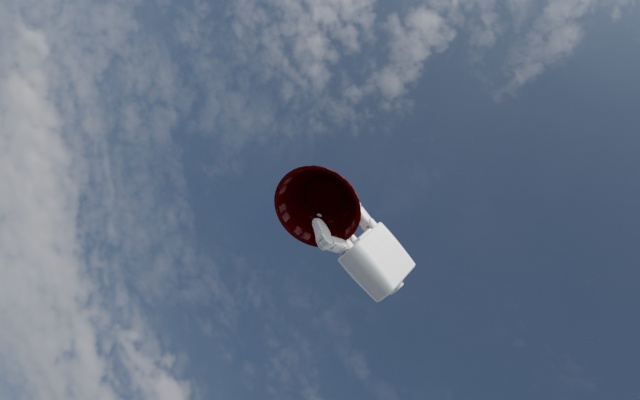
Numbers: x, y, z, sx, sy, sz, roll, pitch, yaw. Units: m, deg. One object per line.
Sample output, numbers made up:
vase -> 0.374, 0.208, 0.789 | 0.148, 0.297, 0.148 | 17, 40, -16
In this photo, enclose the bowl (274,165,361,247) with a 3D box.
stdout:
bowl -> 0.000, 0.002, 0.868 | 0.162, 0.162, 0.055 | 0, 26, 18
